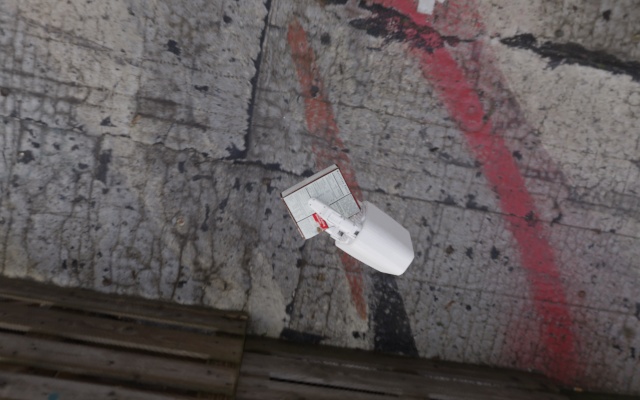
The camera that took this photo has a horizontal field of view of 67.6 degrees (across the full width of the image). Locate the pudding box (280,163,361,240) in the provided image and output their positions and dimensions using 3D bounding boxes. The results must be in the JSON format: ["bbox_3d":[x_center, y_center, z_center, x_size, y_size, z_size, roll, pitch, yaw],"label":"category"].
[{"bbox_3d":[0.000,0.003,0.816,0.113,0.090,0.039,-28,15,-1],"label":"pudding box"}]
